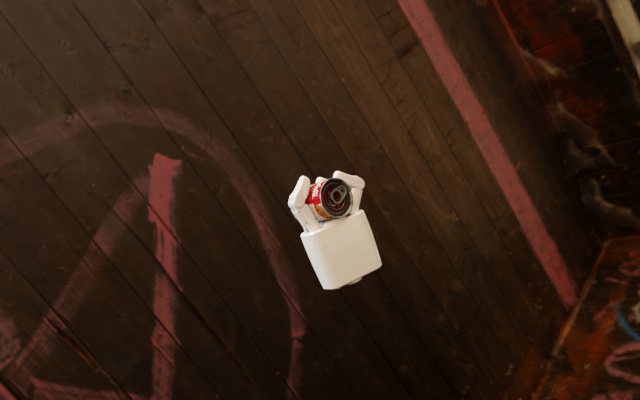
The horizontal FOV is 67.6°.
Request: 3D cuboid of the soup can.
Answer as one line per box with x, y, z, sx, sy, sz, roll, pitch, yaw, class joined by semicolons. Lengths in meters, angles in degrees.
0.000;0.002;0.837;0.068;0.068;0.102;0;-9;-34;soup can
